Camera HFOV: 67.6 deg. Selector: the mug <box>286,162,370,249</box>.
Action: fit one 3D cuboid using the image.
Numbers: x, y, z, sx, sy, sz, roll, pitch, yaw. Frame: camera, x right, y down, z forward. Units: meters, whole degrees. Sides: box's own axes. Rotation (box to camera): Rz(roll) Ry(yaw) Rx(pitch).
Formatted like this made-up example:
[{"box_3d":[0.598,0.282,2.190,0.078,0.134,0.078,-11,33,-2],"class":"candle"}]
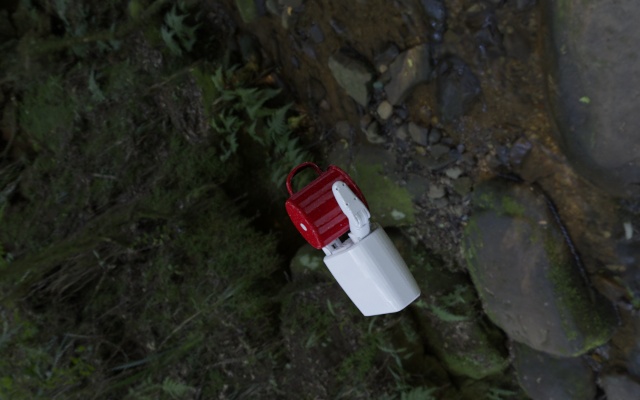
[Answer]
[{"box_3d":[-0.001,0.001,0.648,0.081,0.117,0.093,-35,-1,-15],"class":"mug"}]
